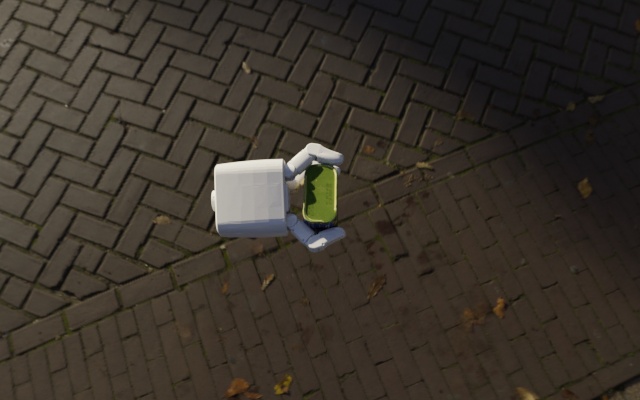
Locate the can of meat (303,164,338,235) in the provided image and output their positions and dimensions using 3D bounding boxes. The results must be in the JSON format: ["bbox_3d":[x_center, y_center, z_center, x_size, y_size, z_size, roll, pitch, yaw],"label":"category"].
[{"bbox_3d":[0.000,0.002,0.750,0.057,0.102,0.084,0,-21,1],"label":"can of meat"}]
